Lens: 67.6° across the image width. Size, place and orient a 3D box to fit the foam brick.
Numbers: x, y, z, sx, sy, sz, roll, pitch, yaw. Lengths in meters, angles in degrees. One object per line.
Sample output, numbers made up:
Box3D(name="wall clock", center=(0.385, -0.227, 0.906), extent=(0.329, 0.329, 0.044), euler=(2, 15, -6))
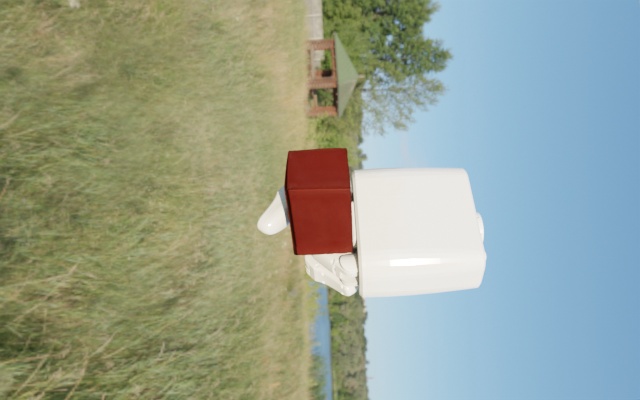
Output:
Box3D(name="foam brick", center=(0.000, 0.001, 0.404), extent=(0.051, 0.078, 0.053), euler=(-3, 43, 3))
